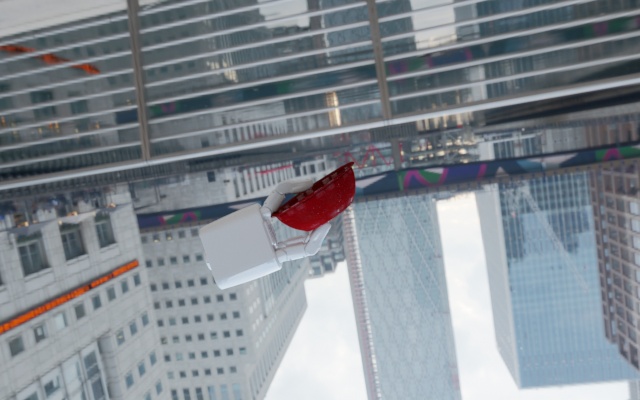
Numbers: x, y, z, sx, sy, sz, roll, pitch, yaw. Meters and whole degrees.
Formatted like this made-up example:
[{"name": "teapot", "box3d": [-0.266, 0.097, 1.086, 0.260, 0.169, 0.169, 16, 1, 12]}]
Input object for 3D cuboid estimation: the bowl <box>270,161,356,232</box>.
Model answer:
[{"name": "bowl", "box3d": [0.001, 0.002, 0.773, 0.162, 0.055, 0.162, -34, 6, 4]}]
